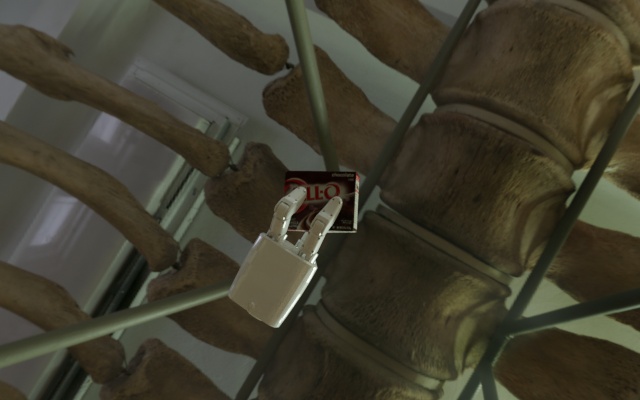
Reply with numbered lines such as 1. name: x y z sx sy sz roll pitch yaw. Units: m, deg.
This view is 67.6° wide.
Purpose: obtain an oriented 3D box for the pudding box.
1. pudding box: 0.000 0.002 0.717 0.113 0.090 0.039 1 -9 12
